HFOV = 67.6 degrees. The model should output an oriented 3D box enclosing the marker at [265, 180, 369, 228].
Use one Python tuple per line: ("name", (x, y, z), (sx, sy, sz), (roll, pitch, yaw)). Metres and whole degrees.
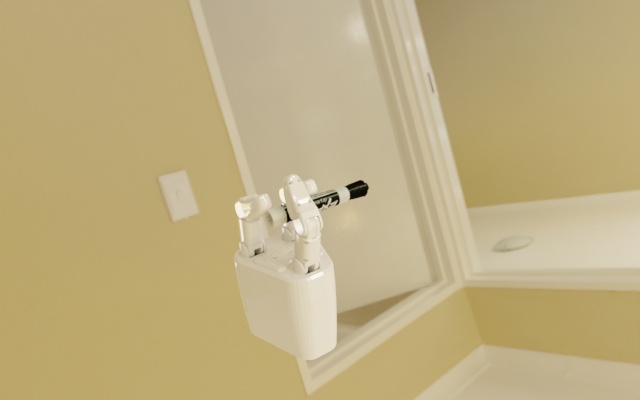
("marker", (0.000, 0.002, 0.496), (0.121, 0.020, 0.020), (-19, 9, -28))
